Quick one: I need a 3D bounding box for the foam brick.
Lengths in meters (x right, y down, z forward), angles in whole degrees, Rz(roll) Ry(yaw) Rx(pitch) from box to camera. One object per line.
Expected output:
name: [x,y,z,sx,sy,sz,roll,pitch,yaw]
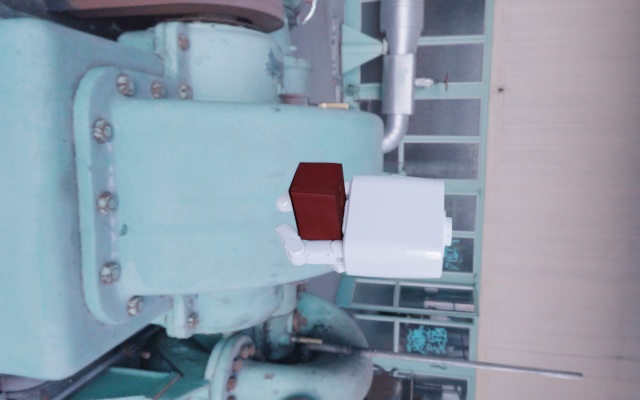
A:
foam brick: [0.000,0.002,0.537,0.051,0.078,0.053,3,44,13]
